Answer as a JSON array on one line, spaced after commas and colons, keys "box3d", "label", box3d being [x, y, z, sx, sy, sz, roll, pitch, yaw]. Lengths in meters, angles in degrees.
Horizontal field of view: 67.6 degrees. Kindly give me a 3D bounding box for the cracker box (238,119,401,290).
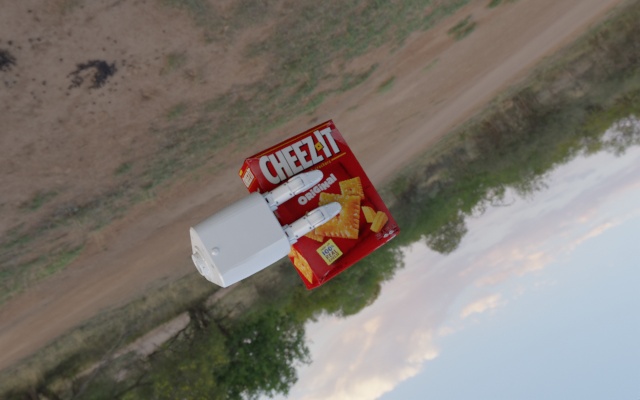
[{"box3d": [0.000, 0.003, 0.738, 0.164, 0.213, 0.072, -29, -5, -25], "label": "cracker box"}]
